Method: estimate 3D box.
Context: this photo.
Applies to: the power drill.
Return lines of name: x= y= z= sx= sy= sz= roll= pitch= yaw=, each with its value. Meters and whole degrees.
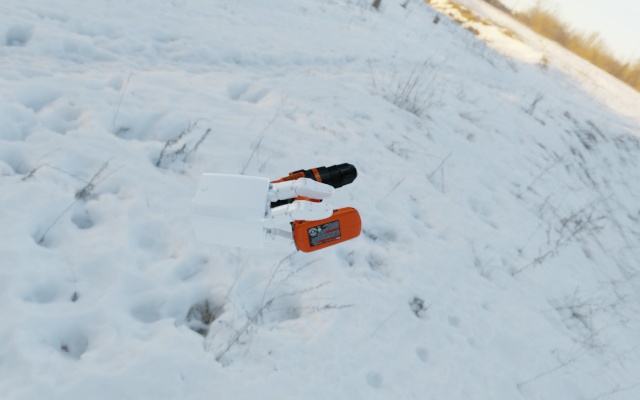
power drill: x=0.000 y=0.003 z=0.793 sx=0.184 sy=0.057 sz=0.187 roll=-18 pitch=30 yaw=-10
